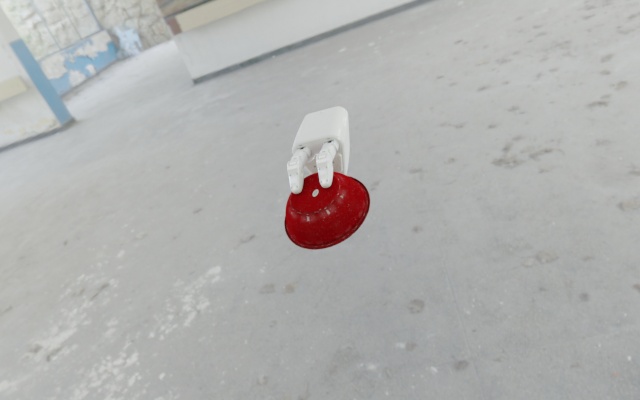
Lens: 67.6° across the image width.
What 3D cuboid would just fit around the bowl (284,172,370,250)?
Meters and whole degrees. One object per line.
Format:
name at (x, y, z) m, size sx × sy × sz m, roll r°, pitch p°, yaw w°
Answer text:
bowl at (0.000, 0.003, 0.814) m, size 0.162 × 0.162 × 0.055 m, roll 0°, pitch -38°, yaw 29°
